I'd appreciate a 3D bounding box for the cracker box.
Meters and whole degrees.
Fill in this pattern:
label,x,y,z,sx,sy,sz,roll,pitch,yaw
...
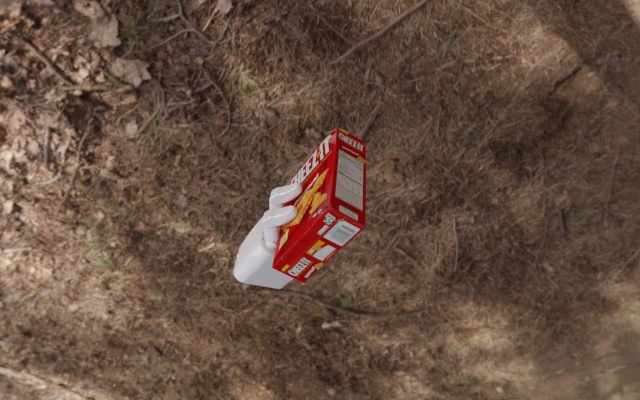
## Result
label,x,y,z,sx,sy,sz,roll,pitch,yaw
cracker box,0.000,0.003,0.787,0.072,0.213,0.164,29,-52,-19
